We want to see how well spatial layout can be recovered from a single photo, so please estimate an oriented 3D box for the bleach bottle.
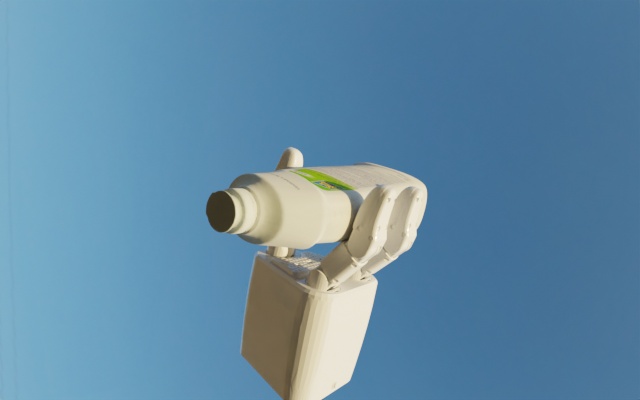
[{"bbox_3d":[0.000,0.001,0.419,0.102,0.068,0.251,19,12,33],"label":"bleach bottle"}]
